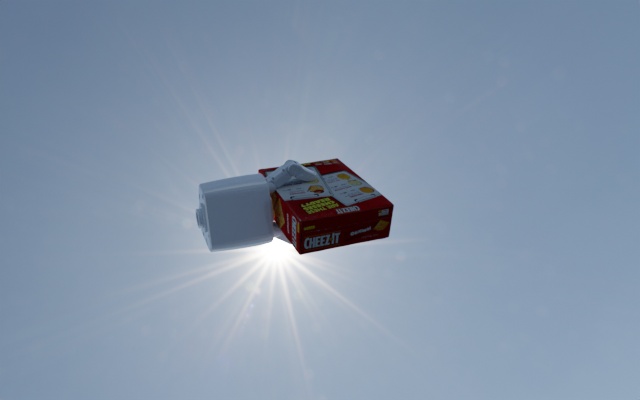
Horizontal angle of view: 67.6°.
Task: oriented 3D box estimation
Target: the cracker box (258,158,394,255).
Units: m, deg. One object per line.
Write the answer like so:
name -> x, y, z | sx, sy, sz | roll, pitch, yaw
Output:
cracker box -> 0.000, 0.002, 0.829 | 0.164, 0.072, 0.213 | -10, 29, -22
